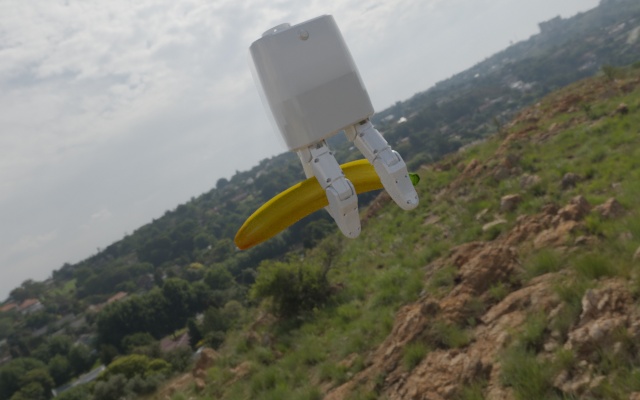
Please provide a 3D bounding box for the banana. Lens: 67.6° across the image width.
[{"bbox_3d":[0.000,-0.005,0.504,0.198,0.037,0.069,-22,18,-4],"label":"banana"}]
